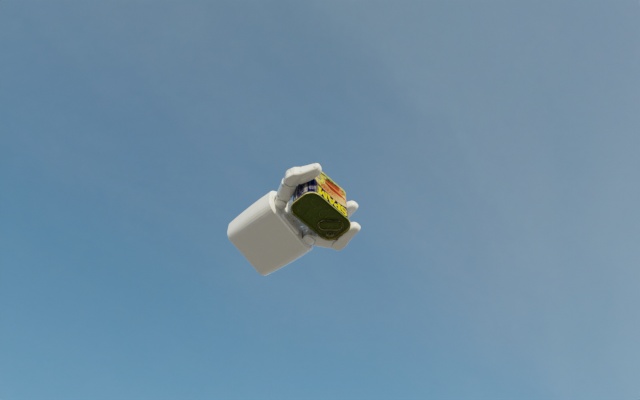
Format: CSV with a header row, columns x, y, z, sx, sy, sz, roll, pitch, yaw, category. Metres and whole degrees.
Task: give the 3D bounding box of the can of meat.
x,y,z,sx,sy,sz,roll,pitch,yaw,category
0.000,0.002,0.784,0.057,0.084,0.102,-38,-61,24,can of meat
